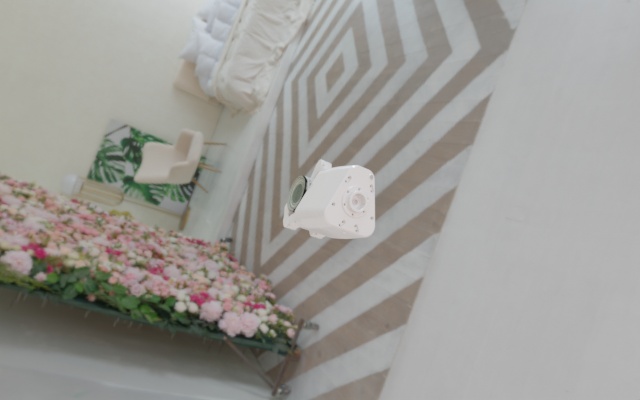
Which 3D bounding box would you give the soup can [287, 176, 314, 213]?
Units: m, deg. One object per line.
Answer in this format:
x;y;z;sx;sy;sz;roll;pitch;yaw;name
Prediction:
0.000;0.003;0.853;0.102;0.068;0.068;20;-9;-25;soup can
